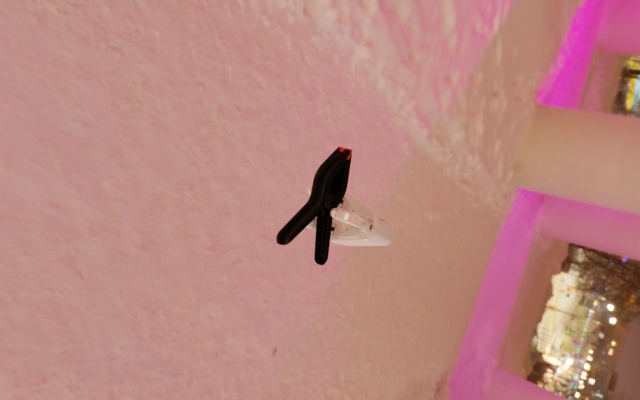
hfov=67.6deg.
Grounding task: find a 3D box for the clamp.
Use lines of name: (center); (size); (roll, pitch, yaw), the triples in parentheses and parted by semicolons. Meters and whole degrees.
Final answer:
clamp: (0.001, 0.002, 0.810); (0.036, 0.210, 0.164); (18, -4, 28)
